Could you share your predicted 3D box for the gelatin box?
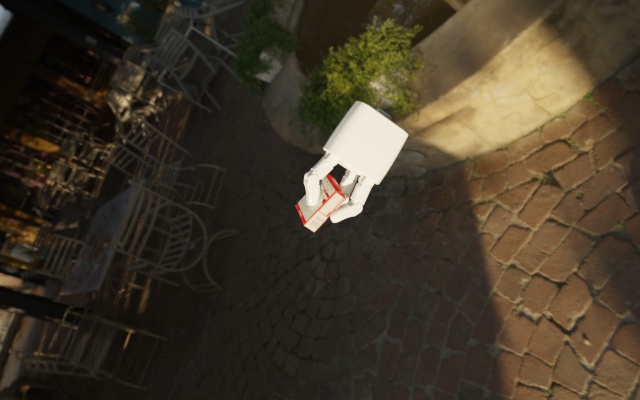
[{"bbox_3d":[0.000,0.003,0.870,0.030,0.089,0.073,37,13,-31],"label":"gelatin box"}]
